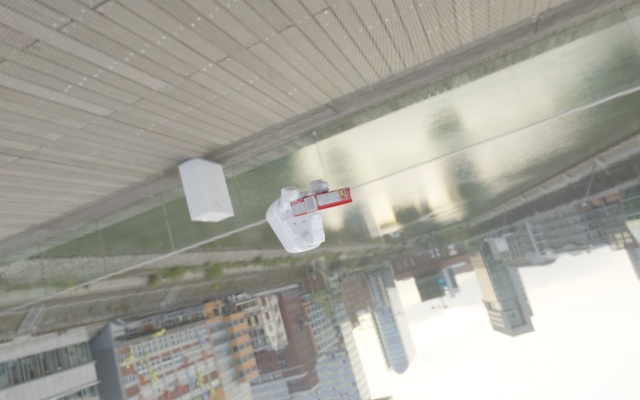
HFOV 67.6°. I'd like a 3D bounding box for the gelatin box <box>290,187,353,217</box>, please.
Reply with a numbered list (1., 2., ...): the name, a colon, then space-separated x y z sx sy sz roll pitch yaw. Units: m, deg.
1. gelatin box: 0.000 0.003 0.826 0.073 0.030 0.089 -12 -2 -32
